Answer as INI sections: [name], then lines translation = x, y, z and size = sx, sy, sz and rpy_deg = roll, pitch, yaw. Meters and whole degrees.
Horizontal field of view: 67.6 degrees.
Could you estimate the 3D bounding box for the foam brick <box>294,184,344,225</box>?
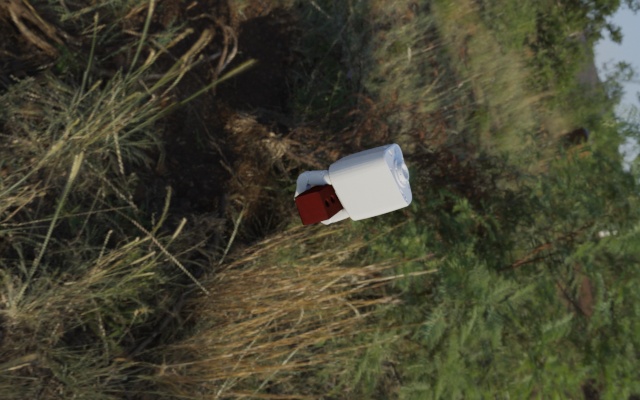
[foam brick]
translation = 0.000, 0.003, 0.827
size = 0.051, 0.053, 0.078
rpy_deg = -13, 11, 30
